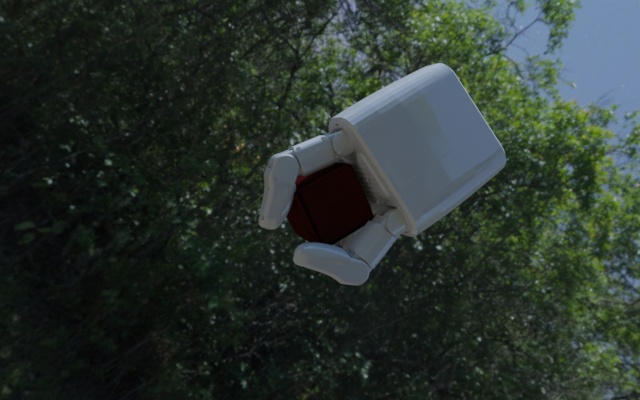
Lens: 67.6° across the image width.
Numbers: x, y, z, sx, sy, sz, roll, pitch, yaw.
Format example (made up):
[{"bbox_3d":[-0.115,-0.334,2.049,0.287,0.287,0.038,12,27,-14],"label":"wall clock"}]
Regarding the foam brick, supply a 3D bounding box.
[{"bbox_3d":[0.000,0.001,0.409,0.051,0.053,0.078,-30,17,-15],"label":"foam brick"}]
